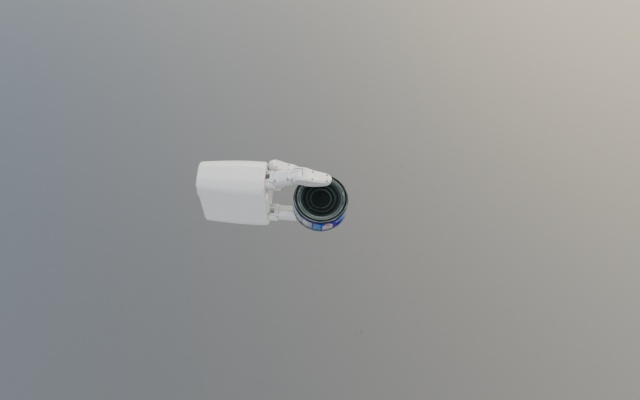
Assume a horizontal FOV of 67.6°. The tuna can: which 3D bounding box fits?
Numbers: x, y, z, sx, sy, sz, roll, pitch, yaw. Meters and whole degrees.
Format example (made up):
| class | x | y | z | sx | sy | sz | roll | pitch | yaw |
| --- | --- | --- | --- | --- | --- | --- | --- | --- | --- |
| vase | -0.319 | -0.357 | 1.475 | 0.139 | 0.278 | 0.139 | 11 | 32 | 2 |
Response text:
| class | x | y | z | sx | sy | sz | roll | pitch | yaw |
| --- | --- | --- | --- | --- | --- | --- | --- | --- | --- |
| tuna can | 0.000 | 0.002 | 0.741 | 0.086 | 0.086 | 0.034 | 0 | -25 | -3 |
